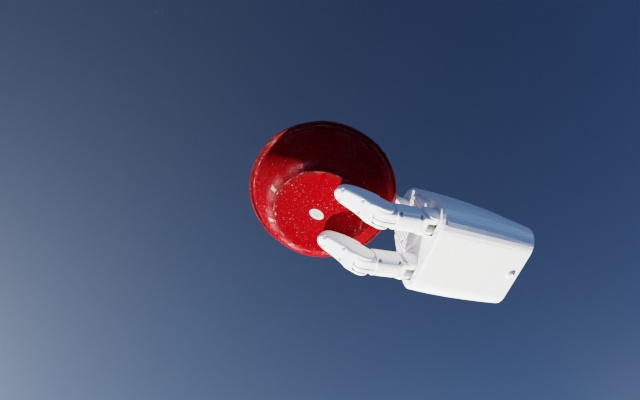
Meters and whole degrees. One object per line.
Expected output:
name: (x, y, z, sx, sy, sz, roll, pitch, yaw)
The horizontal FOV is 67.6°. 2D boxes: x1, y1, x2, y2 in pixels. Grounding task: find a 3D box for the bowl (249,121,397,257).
bowl: (-0.001, 0.002, 0.502, 0.162, 0.162, 0.055, 0, 25, 5)
